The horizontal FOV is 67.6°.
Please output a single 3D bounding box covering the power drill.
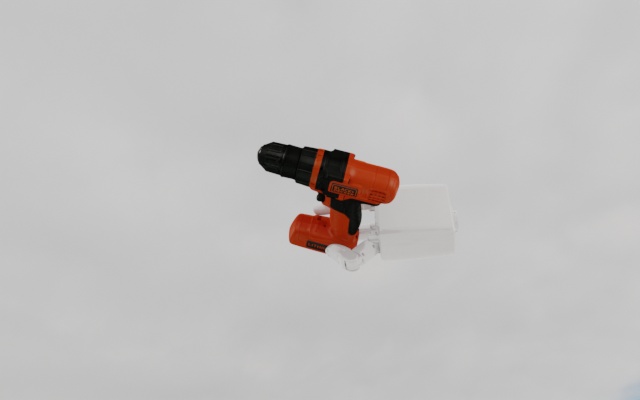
[{"bbox_3d":[0.000,0.002,0.663,0.184,0.057,0.188,16,-34,2],"label":"power drill"}]
